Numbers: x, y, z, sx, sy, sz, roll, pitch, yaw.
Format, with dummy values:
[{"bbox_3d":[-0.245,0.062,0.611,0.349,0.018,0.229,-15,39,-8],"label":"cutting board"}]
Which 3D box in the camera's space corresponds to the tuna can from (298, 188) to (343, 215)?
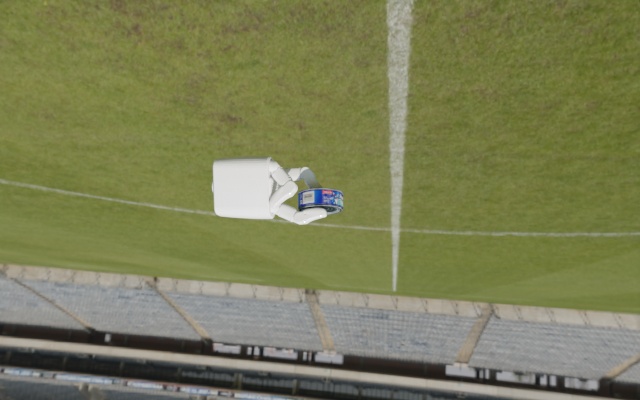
[{"bbox_3d":[0.000,0.003,0.898,0.086,0.033,0.086,0,-14,0],"label":"tuna can"}]
